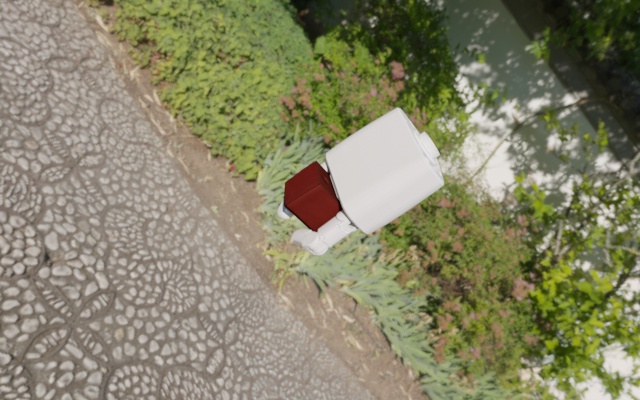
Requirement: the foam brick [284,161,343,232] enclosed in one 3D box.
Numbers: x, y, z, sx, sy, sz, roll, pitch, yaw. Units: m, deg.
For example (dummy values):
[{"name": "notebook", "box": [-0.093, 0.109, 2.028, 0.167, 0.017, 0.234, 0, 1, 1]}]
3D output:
[{"name": "foam brick", "box": [0.000, 0.002, 0.574, 0.051, 0.078, 0.053, -34, 32, 19]}]
